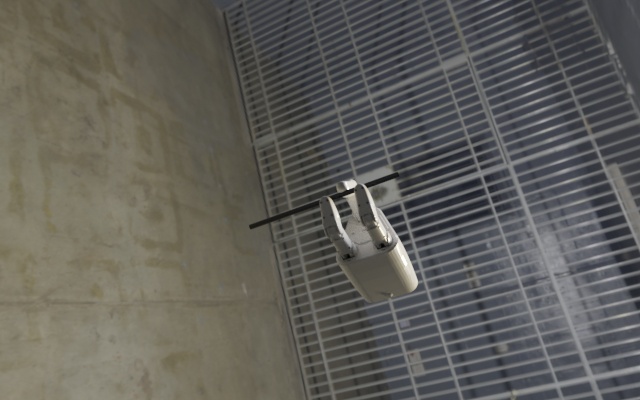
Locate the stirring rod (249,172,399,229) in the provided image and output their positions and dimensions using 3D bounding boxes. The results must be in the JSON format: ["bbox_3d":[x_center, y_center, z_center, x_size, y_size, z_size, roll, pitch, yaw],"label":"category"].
[{"bbox_3d":[0.000,0.002,0.701,0.239,0.011,0.011,-20,-6,17],"label":"stirring rod"}]
